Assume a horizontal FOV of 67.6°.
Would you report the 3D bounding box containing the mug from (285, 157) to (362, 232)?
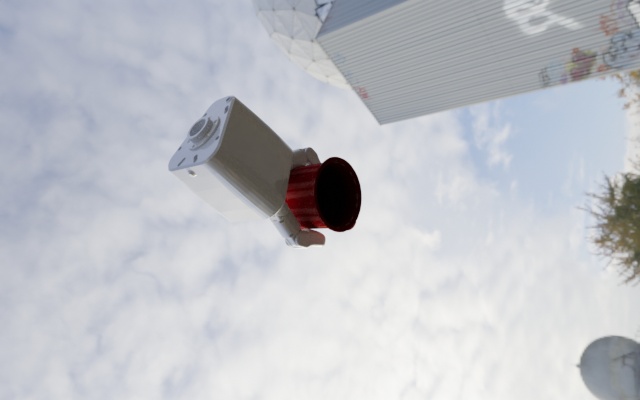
[{"bbox_3d":[0.001,0.003,0.618,0.081,0.093,0.117,-5,-37,41],"label":"mug"}]
